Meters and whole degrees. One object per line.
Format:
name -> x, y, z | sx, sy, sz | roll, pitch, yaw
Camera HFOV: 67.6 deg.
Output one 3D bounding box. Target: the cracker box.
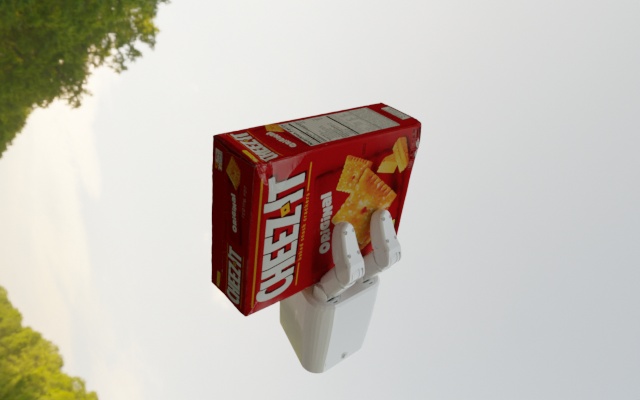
cracker box -> 0.000, 0.001, 0.483 | 0.213, 0.164, 0.072 | -19, 40, -38
